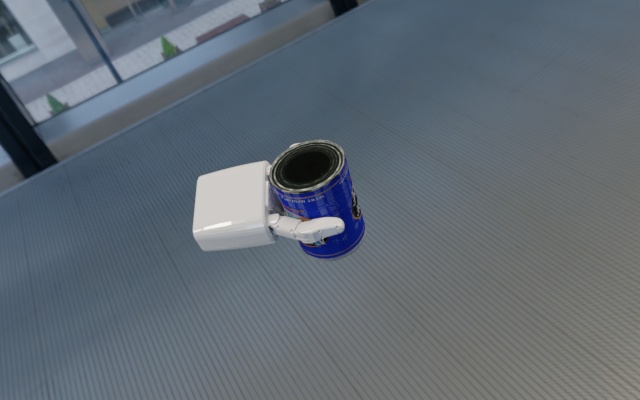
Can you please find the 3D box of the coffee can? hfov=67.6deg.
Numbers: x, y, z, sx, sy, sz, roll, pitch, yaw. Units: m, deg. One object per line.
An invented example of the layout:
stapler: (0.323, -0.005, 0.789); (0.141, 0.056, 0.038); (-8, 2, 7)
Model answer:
coffee can: (0.000, 0.002, 0.663); (0.103, 0.102, 0.140); (0, -44, 21)
